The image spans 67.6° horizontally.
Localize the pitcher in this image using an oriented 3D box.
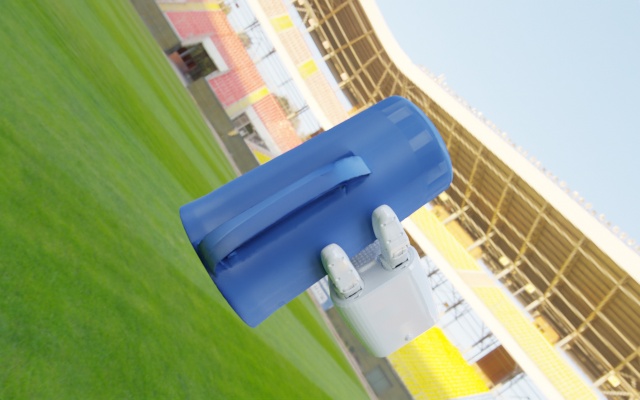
[{"bbox_3d":[0.000,0.002,0.452,0.243,0.145,0.149,-32,35,-5],"label":"pitcher"}]
